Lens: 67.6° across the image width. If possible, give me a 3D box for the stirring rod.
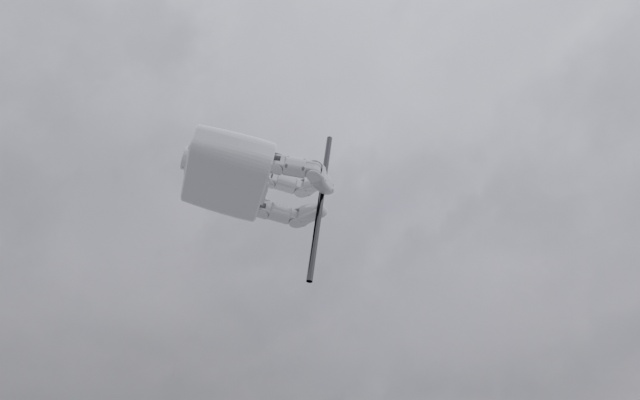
[{"bbox_3d":[0.000,0.002,0.650,0.011,0.239,0.011,5,-36,4],"label":"stirring rod"}]
